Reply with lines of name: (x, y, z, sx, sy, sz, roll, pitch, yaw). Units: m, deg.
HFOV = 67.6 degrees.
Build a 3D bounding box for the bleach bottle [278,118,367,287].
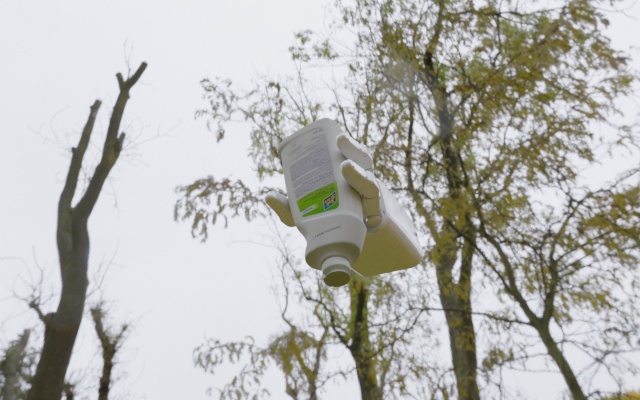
bleach bottle: (0.000, 0.002, 0.598, 0.102, 0.250, 0.068, -30, -51, 20)
